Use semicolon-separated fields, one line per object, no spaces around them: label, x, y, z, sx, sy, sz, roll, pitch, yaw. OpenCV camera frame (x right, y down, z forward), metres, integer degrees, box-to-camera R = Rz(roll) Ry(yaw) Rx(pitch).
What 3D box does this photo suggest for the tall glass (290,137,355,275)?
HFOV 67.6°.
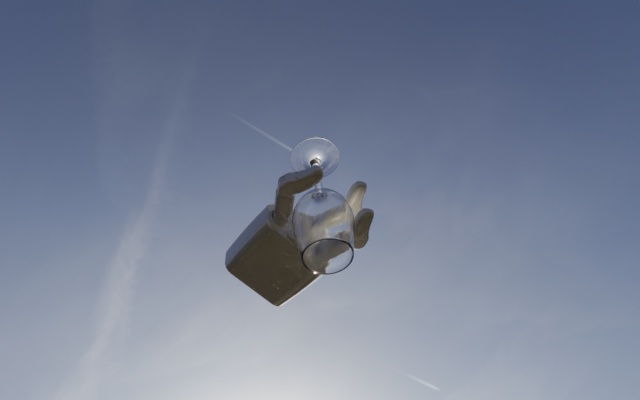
tall glass;0.000;0.001;0.628;0.079;0.079;0.200;0;40;-7
